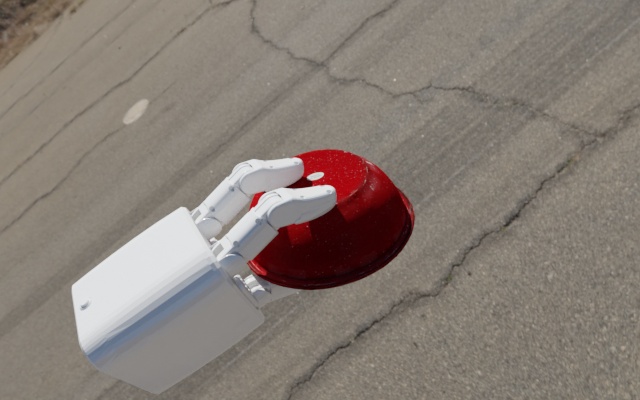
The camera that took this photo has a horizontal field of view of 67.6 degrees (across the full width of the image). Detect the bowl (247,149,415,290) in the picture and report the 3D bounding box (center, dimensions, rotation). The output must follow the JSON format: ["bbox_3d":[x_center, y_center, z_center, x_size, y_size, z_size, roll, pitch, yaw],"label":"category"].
[{"bbox_3d":[0.001,0.000,0.425,0.162,0.055,0.162,-9,36,6],"label":"bowl"}]
